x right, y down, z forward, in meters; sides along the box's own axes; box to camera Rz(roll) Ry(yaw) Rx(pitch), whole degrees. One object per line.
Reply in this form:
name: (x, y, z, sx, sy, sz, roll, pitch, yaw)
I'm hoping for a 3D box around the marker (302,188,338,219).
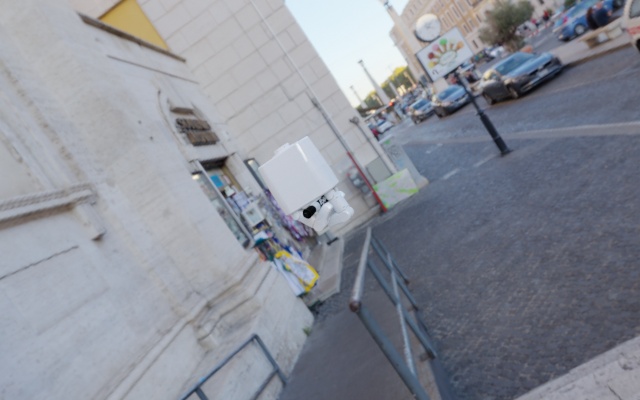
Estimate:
marker: (0.000, 0.003, 0.875, 0.020, 0.020, 0.121, 0, 23, 28)
